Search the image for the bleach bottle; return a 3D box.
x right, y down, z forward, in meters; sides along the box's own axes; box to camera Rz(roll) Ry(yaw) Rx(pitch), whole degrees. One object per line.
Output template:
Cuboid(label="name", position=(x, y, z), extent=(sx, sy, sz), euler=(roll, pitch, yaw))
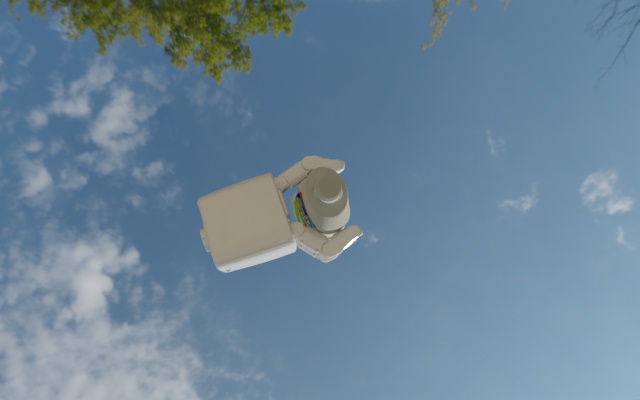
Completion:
Cuboid(label="bleach bottle", position=(0.000, 0.002, 0.665), extent=(0.068, 0.102, 0.251), euler=(-18, -10, -7))
